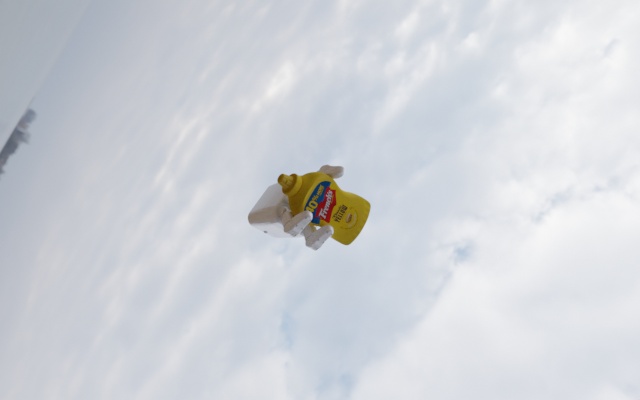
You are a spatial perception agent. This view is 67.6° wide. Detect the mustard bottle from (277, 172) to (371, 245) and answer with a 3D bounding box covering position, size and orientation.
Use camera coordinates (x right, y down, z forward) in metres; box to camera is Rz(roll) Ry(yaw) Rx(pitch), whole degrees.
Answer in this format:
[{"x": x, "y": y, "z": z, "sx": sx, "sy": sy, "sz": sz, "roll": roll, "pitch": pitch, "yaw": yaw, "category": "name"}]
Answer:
[{"x": 0.001, "y": 0.003, "z": 0.864, "sx": 0.192, "sy": 0.096, "sz": 0.058, "roll": 31, "pitch": -1, "yaw": -32, "category": "mustard bottle"}]
